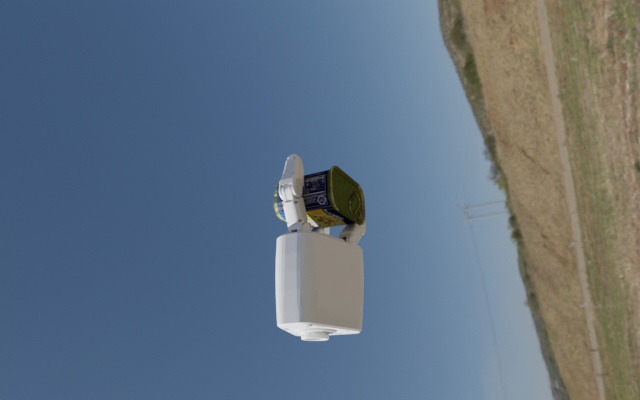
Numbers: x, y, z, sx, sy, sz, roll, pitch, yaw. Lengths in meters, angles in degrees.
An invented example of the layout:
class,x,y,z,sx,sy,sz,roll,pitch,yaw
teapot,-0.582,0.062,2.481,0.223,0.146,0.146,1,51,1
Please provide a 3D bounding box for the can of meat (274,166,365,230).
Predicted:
class,x,y,z,sx,sy,sz,roll,pitch,yaw
can of meat,0.000,0.002,0.618,0.084,0.057,0.102,-11,-22,25
